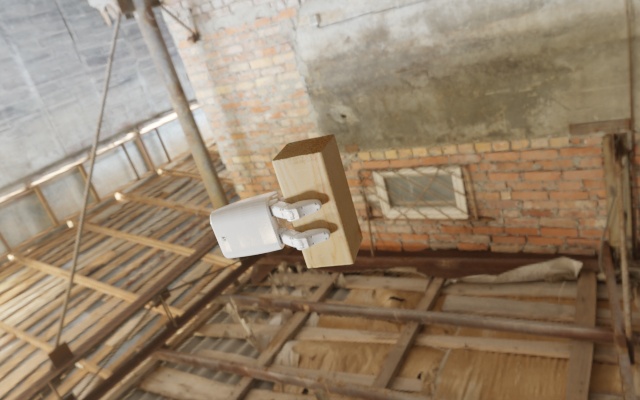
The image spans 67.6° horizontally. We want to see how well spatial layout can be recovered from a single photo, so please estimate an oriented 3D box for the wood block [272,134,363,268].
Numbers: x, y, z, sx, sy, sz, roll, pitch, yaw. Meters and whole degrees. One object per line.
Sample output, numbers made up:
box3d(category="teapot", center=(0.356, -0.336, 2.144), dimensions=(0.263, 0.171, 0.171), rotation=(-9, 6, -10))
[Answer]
box3d(category="wood block", center=(0.000, 0.003, 0.825), dimensions=(0.090, 0.206, 0.090), rotation=(-8, 24, 20))
